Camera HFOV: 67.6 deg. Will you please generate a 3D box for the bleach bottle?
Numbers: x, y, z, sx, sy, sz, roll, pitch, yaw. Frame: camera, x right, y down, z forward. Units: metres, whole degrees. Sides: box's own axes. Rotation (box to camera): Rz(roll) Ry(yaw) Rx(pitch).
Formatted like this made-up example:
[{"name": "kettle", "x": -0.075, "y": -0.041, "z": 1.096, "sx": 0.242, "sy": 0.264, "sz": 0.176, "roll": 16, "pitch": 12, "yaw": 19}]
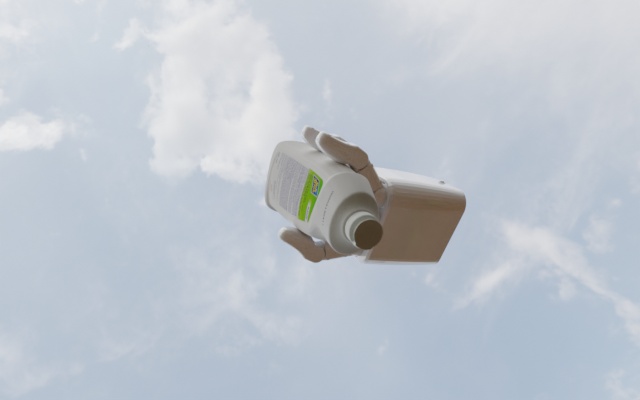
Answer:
[{"name": "bleach bottle", "x": 0.000, "y": 0.002, "z": 0.531, "sx": 0.068, "sy": 0.102, "sz": 0.250, "roll": 5, "pitch": 15, "yaw": -21}]
